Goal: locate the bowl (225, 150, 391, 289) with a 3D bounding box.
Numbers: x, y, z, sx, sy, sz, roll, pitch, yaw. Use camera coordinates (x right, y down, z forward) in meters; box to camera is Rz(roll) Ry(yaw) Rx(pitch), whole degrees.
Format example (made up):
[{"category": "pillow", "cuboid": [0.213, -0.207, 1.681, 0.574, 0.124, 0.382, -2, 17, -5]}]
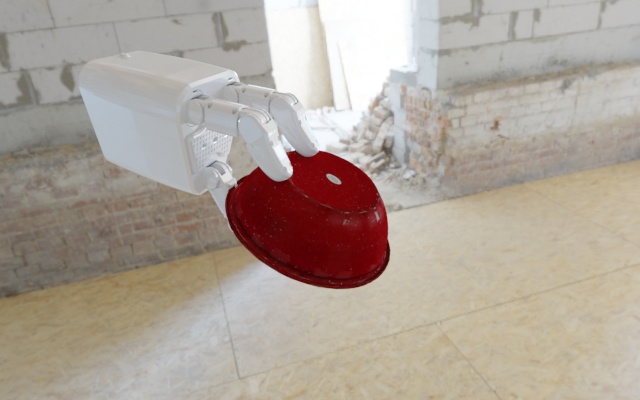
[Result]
[{"category": "bowl", "cuboid": [0.001, 0.002, 0.429, 0.162, 0.055, 0.162, 18, 33, -12]}]
